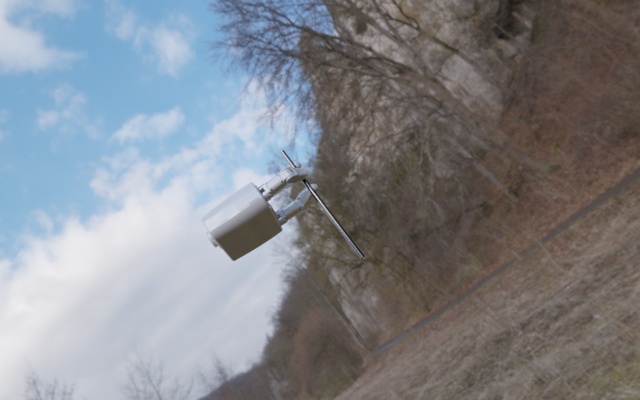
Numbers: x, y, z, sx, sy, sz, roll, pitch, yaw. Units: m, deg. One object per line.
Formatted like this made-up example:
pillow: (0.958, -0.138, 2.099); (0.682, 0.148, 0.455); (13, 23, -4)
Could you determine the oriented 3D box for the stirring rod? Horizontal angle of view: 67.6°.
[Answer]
stirring rod: (0.000, 0.003, 0.823); (0.011, 0.239, 0.011); (-33, -19, -13)
